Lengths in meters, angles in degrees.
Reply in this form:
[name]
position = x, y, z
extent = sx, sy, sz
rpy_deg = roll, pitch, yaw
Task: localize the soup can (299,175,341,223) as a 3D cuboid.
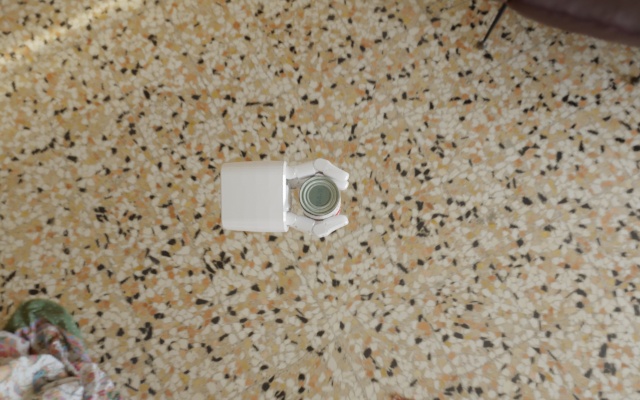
[soup can]
position = 0.001, 0.003, 0.801
extent = 0.068, 0.068, 0.102
rpy_deg = 0, -13, 2
